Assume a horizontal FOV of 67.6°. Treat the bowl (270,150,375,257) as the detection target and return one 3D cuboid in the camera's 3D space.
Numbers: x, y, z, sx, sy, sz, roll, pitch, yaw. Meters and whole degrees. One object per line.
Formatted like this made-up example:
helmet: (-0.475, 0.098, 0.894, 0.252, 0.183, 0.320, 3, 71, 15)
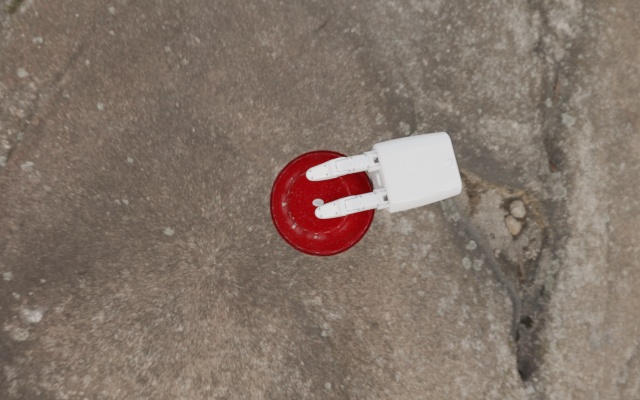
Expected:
bowl: (-0.001, 0.003, 0.697, 0.162, 0.162, 0.055, 0, -3, 5)
